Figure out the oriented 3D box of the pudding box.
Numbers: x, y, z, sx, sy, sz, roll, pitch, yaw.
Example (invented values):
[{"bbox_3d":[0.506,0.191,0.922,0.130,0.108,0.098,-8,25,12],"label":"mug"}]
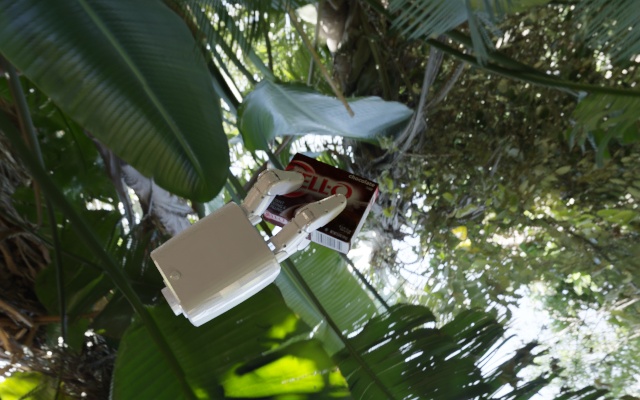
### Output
[{"bbox_3d":[0.000,0.002,0.562,0.113,0.090,0.039,23,-29,12],"label":"pudding box"}]
